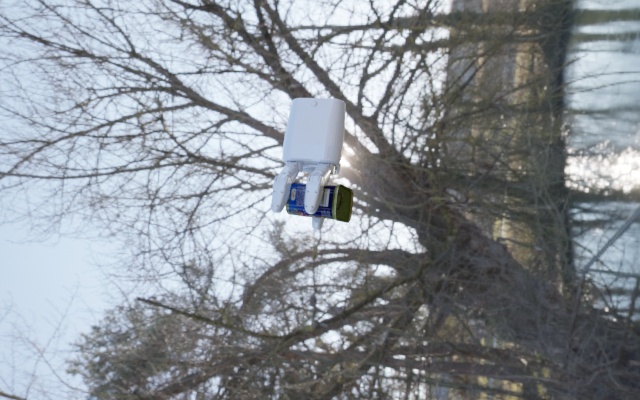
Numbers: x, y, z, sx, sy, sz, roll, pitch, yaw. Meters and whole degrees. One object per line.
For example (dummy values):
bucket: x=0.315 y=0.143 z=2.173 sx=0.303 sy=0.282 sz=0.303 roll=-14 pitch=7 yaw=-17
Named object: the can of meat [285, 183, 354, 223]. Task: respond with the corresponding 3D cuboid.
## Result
can of meat: x=0.000 y=0.003 z=0.773 sx=0.084 sy=0.057 sz=0.102 roll=5 pitch=-4 yaw=18
